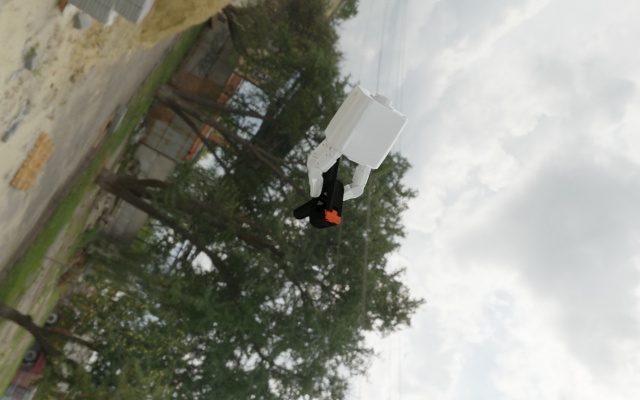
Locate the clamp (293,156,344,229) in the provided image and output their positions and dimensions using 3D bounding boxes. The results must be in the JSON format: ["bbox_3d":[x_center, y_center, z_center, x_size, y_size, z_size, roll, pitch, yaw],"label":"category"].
[{"bbox_3d":[0.001,0.003,0.891,0.036,0.164,0.210,26,20,-17],"label":"clamp"}]
